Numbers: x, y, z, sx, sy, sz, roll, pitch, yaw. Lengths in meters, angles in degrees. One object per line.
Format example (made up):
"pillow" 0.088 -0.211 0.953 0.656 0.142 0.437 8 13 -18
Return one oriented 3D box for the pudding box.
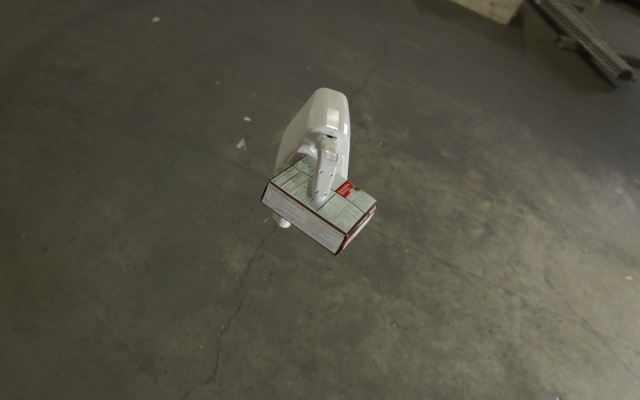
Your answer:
"pudding box" 0.000 0.002 0.563 0.113 0.039 0.090 34 39 13
